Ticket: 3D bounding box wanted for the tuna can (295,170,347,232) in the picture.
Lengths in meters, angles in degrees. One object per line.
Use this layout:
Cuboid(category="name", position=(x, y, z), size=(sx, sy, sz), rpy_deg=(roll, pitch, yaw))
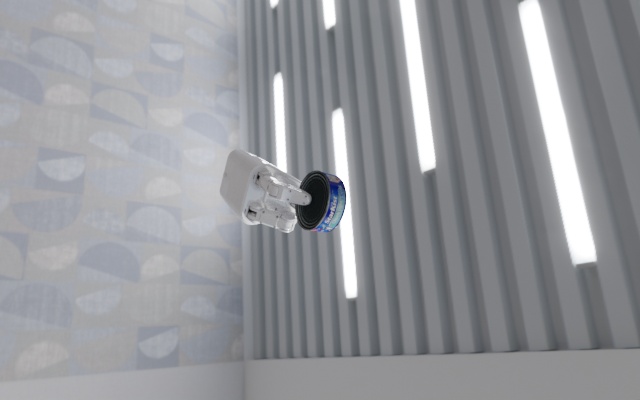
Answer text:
Cuboid(category="tuna can", position=(0.001, 0.002, 0.680), size=(0.034, 0.086, 0.086), rpy_deg=(11, -6, -33))
